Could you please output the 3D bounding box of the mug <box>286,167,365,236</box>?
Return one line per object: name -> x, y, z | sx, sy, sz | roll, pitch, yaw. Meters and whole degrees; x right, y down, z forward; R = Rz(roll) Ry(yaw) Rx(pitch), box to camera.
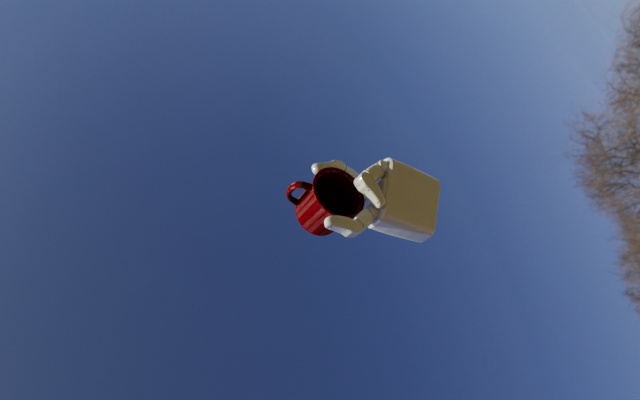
mug -> -0.001, 0.002, 0.767 | 0.117, 0.093, 0.081 | 19, -36, -22
